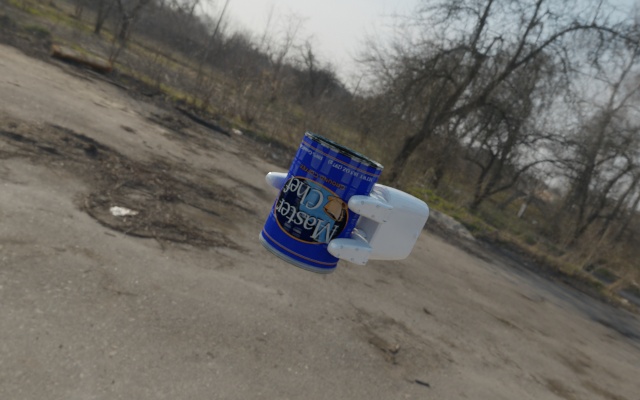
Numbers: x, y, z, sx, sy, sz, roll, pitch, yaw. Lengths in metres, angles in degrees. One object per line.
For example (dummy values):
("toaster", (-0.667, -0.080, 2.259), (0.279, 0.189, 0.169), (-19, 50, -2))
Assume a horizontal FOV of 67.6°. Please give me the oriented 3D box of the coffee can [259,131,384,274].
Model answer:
("coffee can", (0.000, 0.002, 0.574), (0.103, 0.140, 0.103), (24, 10, -5))
